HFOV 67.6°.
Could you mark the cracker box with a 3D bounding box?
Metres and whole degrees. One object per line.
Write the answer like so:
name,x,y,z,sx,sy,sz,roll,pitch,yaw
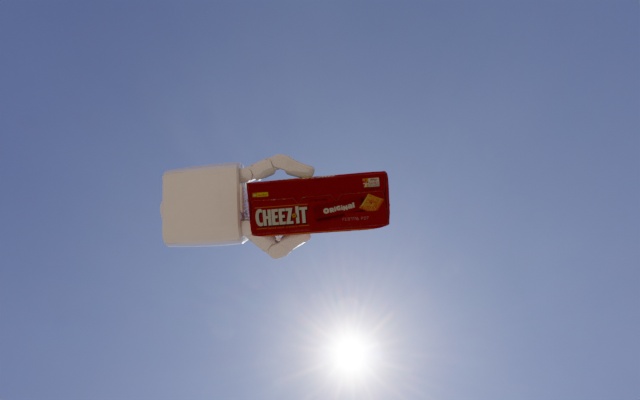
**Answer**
cracker box,0.000,0.002,0.649,0.164,0.072,0.213,-5,2,2
